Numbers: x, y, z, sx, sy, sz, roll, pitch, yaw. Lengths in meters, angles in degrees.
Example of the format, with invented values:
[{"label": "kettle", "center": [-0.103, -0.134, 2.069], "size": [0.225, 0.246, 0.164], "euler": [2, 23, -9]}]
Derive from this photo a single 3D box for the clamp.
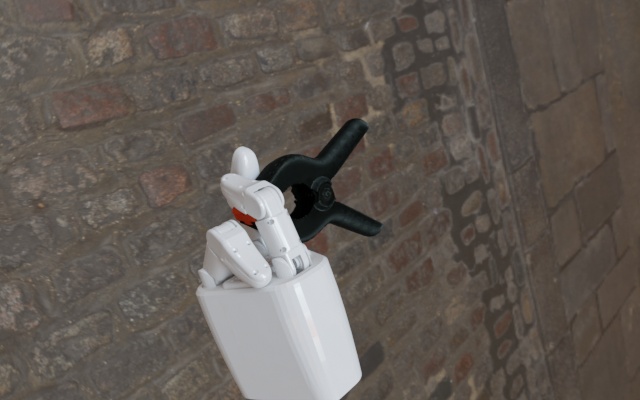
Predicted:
[{"label": "clamp", "center": [0.000, 0.001, 0.443], "size": [0.171, 0.120, 0.039], "euler": [-28, 13, -38]}]
